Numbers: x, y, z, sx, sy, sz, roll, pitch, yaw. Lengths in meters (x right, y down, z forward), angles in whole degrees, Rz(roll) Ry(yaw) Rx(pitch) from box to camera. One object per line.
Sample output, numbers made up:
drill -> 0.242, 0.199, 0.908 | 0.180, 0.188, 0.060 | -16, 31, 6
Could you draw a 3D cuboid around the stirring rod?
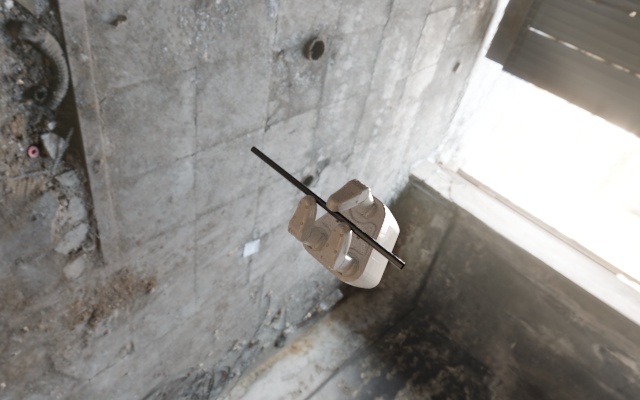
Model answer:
stirring rod -> 0.000, 0.002, 0.545 | 0.239, 0.011, 0.011 | 38, 19, 26
